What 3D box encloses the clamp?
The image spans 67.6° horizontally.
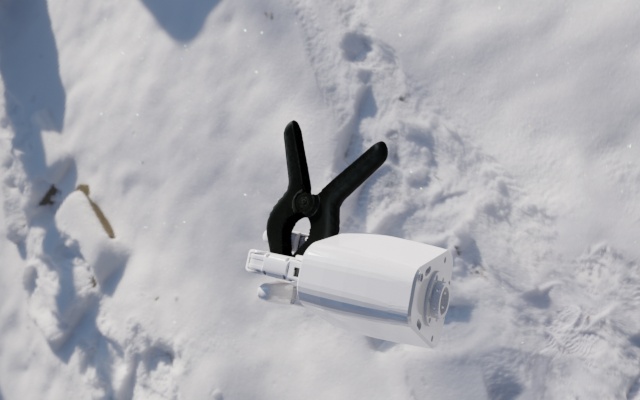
[{"bbox_3d":[0.000,0.002,0.491,0.120,0.171,0.039,7,-8,31],"label":"clamp"}]
